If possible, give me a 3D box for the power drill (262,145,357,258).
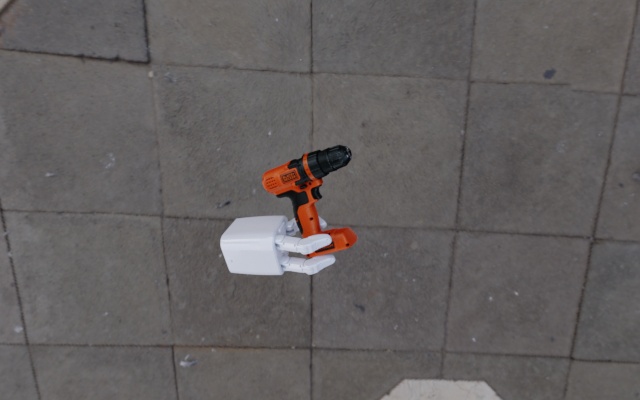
[{"bbox_3d":[0.000,0.003,0.886,0.184,0.188,0.057,-18,9,28],"label":"power drill"}]
